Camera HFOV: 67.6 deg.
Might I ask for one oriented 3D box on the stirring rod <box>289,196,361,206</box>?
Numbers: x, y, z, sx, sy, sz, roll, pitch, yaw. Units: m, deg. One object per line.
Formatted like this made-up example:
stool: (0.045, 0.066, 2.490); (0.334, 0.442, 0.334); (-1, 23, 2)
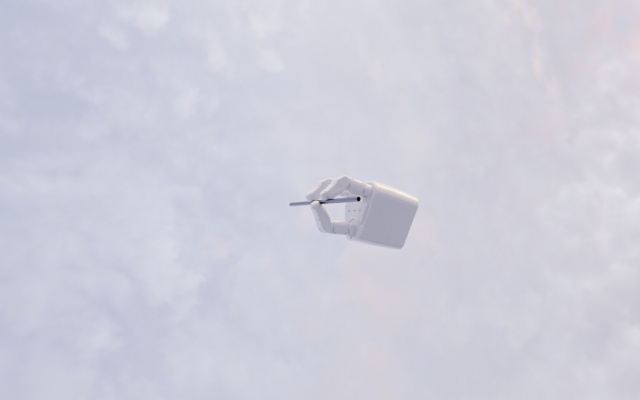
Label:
stirring rod: (0.000, 0.003, 0.827); (0.011, 0.011, 0.239); (0, -2, -29)
